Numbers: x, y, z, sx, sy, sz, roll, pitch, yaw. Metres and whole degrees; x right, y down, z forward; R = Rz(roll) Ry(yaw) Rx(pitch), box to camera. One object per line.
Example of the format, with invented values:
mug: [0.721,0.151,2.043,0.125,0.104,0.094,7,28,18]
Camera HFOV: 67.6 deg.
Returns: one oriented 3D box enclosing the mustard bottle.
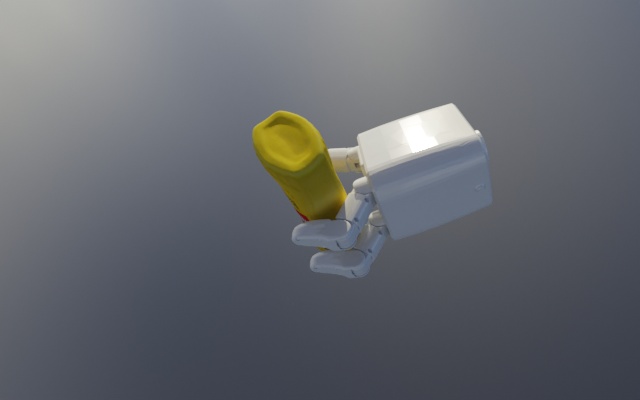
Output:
mustard bottle: [0.000,0.002,0.493,0.096,0.058,0.192,46,-9,41]
